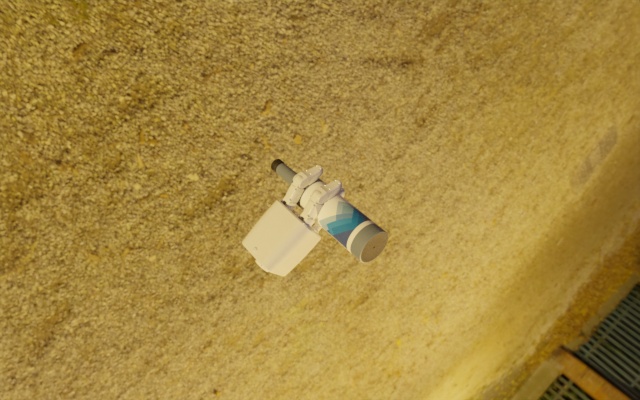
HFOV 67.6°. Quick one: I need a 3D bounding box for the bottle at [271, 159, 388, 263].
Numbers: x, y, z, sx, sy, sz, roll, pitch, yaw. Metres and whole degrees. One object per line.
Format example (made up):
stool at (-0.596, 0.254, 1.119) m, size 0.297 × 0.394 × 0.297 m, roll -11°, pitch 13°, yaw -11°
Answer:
bottle at (0.000, 0.003, 0.893) m, size 0.069 × 0.069 × 0.295 m, roll 0°, pitch 31°, yaw -47°
